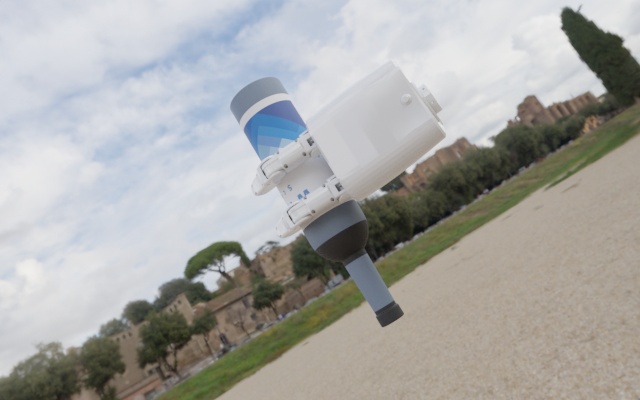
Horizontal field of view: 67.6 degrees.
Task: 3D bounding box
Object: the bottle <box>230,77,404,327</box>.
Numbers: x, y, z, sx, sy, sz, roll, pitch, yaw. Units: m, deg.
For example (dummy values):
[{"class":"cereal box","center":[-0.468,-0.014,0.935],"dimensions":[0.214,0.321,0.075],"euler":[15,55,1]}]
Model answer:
[{"class":"bottle","center":[0.000,0.002,0.523],"dimensions":[0.069,0.295,0.069],"euler":[-30,-11,-7]}]
